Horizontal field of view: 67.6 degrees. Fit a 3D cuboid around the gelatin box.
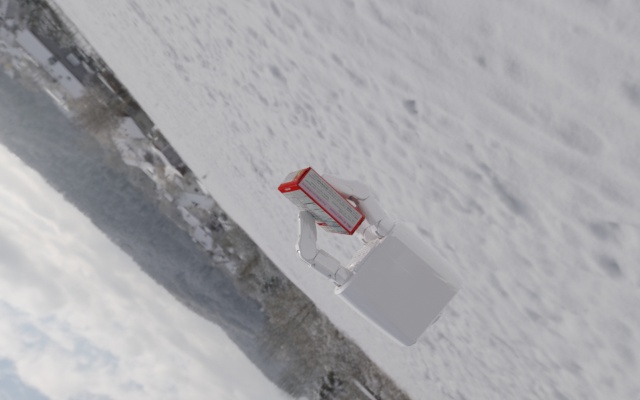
[{"bbox_3d":[0.000,0.002,0.555,0.089,0.030,0.073,41,-15,-15],"label":"gelatin box"}]
